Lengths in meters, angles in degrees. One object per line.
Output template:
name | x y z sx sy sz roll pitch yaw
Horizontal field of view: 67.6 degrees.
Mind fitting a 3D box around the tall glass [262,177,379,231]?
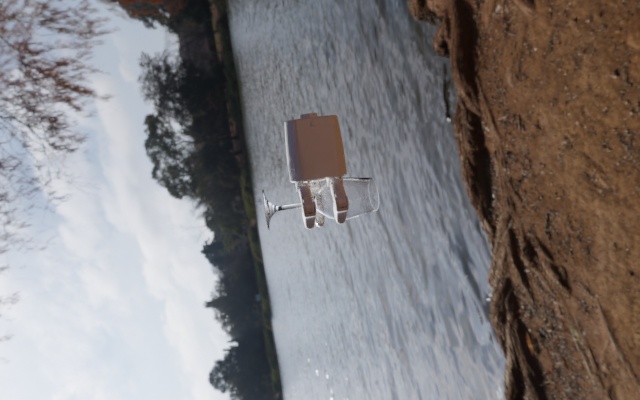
tall glass | -0.001 0.003 0.855 0.201 0.079 0.079 -8 1 -8
